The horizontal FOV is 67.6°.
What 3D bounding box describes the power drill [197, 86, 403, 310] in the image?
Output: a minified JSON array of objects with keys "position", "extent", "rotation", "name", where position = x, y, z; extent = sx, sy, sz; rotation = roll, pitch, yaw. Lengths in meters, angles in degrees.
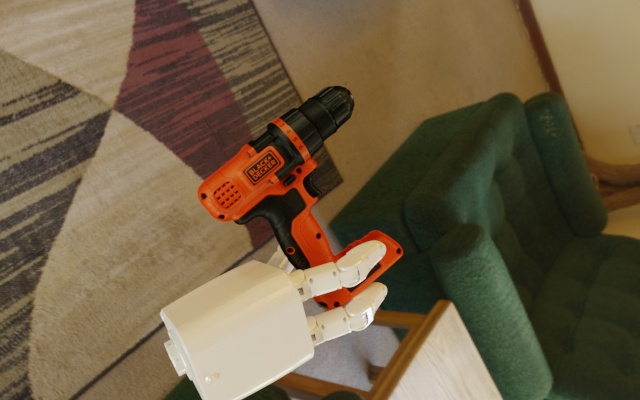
[{"position":[0.000,0.002,0.487],"extent":[0.184,0.188,0.057],"rotation":[-39,11,-6],"name":"power drill"}]
